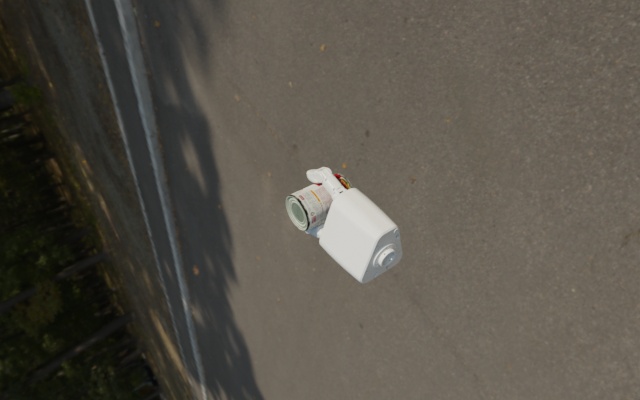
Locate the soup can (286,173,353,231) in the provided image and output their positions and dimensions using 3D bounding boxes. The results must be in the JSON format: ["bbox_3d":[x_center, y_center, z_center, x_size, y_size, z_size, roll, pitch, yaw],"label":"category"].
[{"bbox_3d":[0.000,0.002,0.821,0.102,0.068,0.068,-26,12,-27],"label":"soup can"}]
